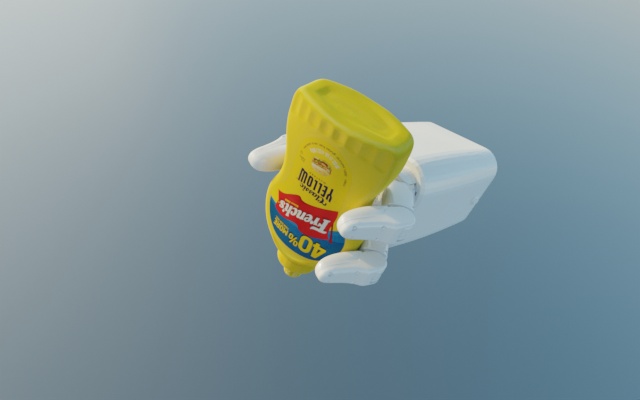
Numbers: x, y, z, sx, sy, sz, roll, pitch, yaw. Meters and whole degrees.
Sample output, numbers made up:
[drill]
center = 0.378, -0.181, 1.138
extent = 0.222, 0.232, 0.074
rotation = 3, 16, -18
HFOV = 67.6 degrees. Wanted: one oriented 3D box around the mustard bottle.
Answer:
[mustard bottle]
center = 0.000, 0.001, 0.409
extent = 0.096, 0.192, 0.058
rotation = 35, 43, 15
